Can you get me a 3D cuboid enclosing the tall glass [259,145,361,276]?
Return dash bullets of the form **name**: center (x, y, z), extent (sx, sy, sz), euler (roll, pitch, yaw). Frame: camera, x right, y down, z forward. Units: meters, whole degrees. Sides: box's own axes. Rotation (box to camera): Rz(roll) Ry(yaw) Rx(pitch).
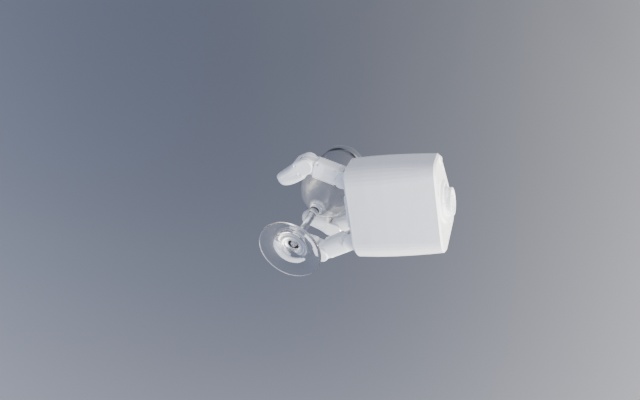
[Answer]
- **tall glass**: center (0.000, 0.002, 0.602), extent (0.079, 0.079, 0.201), euler (0, 32, 24)
